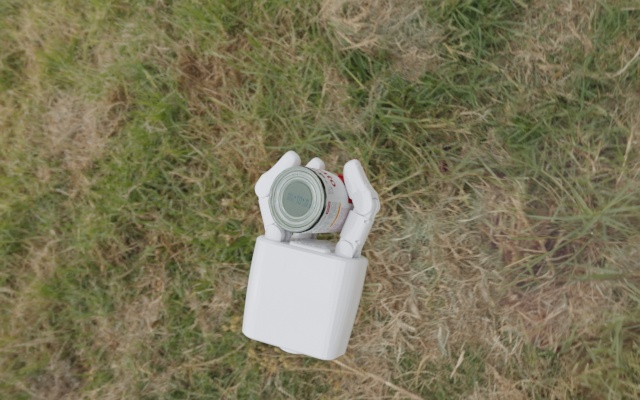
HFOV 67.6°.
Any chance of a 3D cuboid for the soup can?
[{"bbox_3d":[0.000,0.001,0.504,0.068,0.068,0.102,0,-3,30],"label":"soup can"}]
